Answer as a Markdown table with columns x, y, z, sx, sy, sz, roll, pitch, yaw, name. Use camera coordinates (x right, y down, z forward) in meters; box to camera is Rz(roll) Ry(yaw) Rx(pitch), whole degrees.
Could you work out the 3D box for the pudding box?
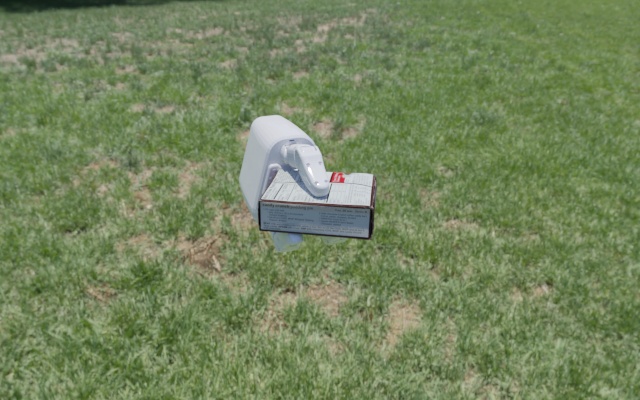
| x | y | z | sx | sy | sz | roll | pitch | yaw | name |
| --- | --- | --- | --- | --- | --- | --- | --- | --- | --- |
| 0.000 | 0.001 | 0.490 | 0.113 | 0.039 | 0.090 | 2 | 24 | 8 | pudding box |
